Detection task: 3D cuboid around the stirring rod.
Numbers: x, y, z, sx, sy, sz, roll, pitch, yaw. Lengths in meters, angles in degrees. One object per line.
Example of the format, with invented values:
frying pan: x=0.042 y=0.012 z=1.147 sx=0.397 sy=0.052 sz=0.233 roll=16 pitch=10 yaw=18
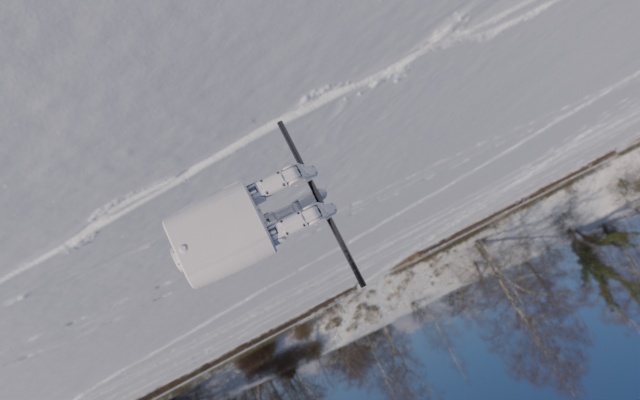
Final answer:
stirring rod: x=0.000 y=0.002 z=0.615 sx=0.011 sy=0.239 sz=0.011 roll=-26 pitch=-9 yaw=-4
